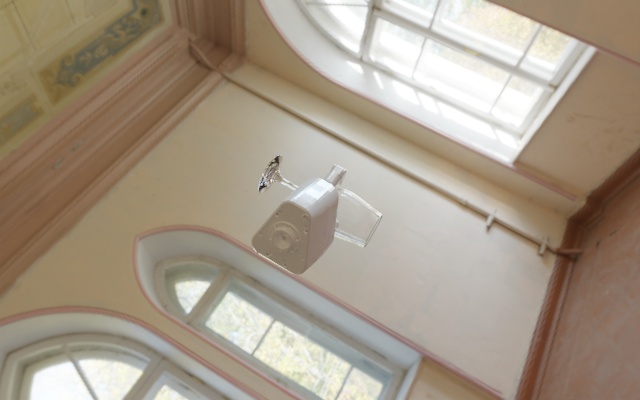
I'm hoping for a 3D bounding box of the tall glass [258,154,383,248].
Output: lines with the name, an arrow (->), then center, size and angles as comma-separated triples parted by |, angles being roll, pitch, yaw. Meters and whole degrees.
tall glass -> 0.000, 0.002, 0.791 | 0.201, 0.079, 0.079 | 29, 6, 10
